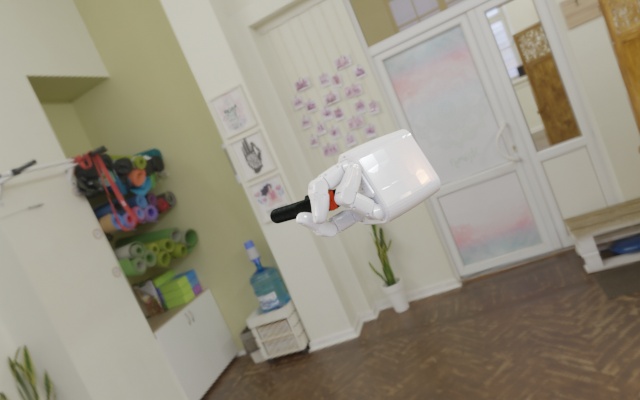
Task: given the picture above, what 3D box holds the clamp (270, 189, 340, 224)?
[{"bbox_3d":[0.000,0.002,0.739,0.120,0.039,0.171,-27,7,-25],"label":"clamp"}]
